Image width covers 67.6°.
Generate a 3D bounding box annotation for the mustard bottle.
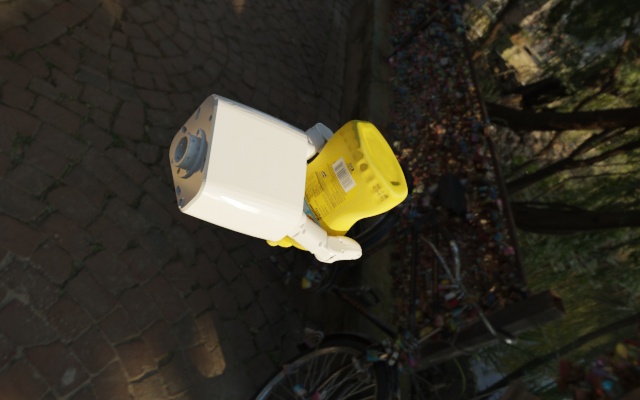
[{"bbox_3d":[0.000,0.002,0.534,0.192,0.096,0.058,-37,-18,36],"label":"mustard bottle"}]
